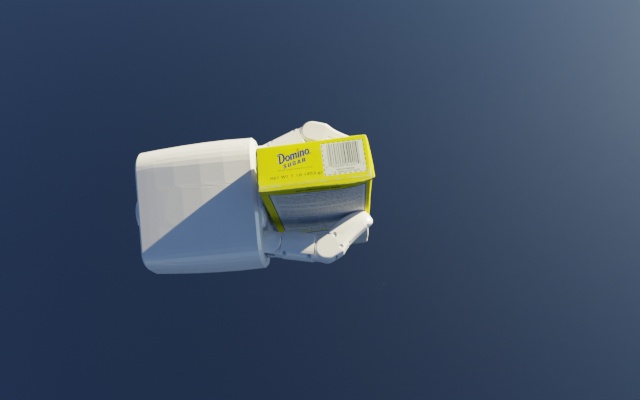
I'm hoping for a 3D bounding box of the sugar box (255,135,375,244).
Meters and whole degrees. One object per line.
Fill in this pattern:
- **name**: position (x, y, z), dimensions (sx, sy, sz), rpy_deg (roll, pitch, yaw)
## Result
- **sugar box**: position (0.000, 0.001, 0.456), dimensions (0.093, 0.048, 0.176), rpy_deg (-6, -19, 1)
